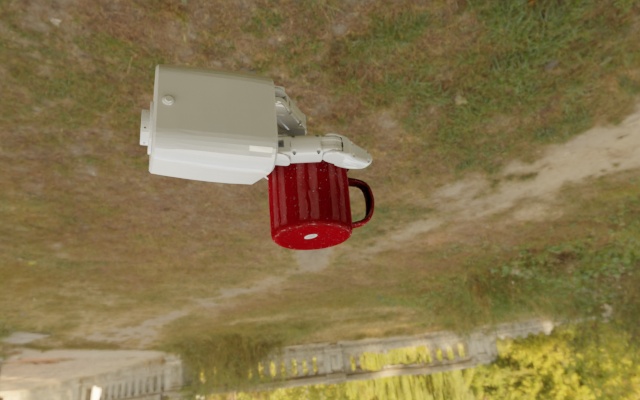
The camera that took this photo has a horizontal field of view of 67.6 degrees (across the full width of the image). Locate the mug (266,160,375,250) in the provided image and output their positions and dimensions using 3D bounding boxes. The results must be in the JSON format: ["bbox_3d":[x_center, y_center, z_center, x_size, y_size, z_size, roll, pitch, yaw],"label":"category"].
[{"bbox_3d":[0.001,0.002,0.490,0.117,0.081,0.093,4,-25,-20],"label":"mug"}]
